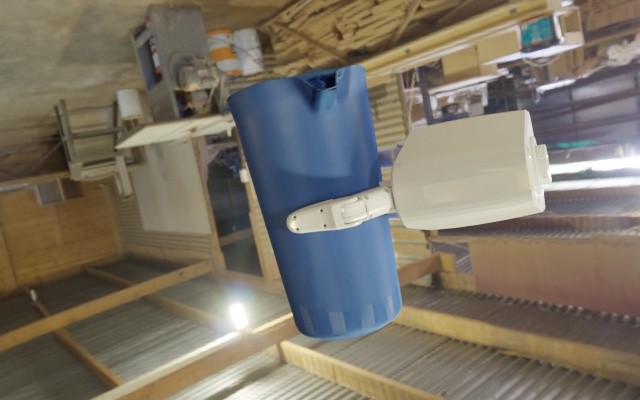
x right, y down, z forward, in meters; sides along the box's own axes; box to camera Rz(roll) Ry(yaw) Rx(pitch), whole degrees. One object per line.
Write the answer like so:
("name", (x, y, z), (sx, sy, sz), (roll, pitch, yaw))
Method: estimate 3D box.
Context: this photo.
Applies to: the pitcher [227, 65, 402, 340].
("pitcher", (0.000, 0.002, 0.472), (0.145, 0.243, 0.149), (-10, 6, 27))
